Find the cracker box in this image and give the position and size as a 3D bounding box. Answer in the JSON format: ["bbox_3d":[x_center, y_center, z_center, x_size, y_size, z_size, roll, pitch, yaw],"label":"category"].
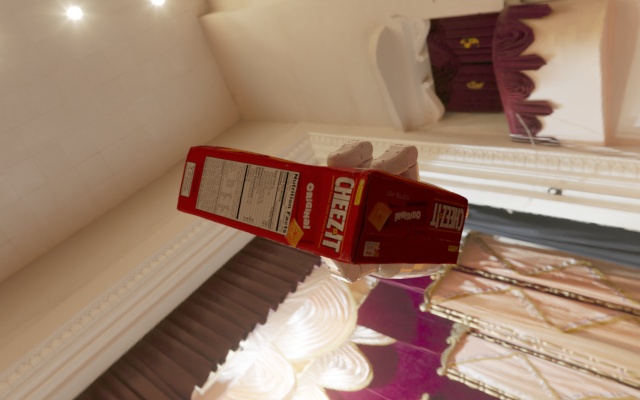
[{"bbox_3d":[0.000,0.002,0.440,0.213,0.072,0.164,12,2,40],"label":"cracker box"}]
